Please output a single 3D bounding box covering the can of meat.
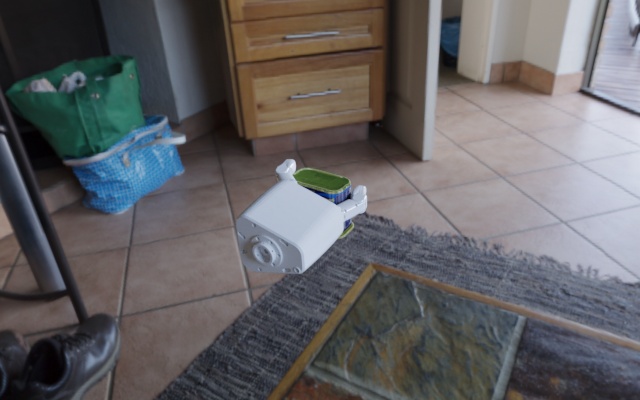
[{"bbox_3d":[0.000,0.002,0.749,0.102,0.084,0.057,16,35,30],"label":"can of meat"}]
